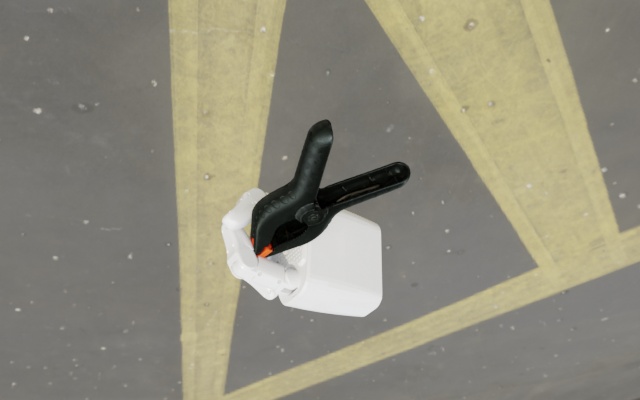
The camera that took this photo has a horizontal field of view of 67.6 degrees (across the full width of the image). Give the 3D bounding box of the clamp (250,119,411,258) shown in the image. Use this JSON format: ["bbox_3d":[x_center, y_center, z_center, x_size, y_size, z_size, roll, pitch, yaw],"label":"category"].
[{"bbox_3d":[0.000,0.002,0.450,0.120,0.039,0.171,18,-46,-31],"label":"clamp"}]
